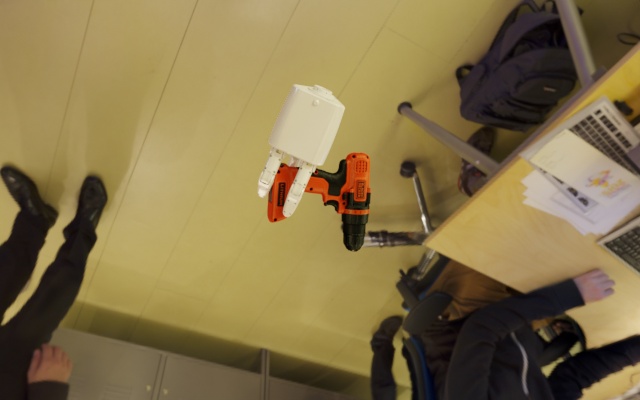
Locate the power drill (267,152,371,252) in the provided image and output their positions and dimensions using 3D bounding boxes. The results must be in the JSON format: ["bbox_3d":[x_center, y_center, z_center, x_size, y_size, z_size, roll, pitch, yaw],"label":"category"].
[{"bbox_3d":[0.000,0.003,0.864,0.187,0.184,0.057,1,6,-17],"label":"power drill"}]
